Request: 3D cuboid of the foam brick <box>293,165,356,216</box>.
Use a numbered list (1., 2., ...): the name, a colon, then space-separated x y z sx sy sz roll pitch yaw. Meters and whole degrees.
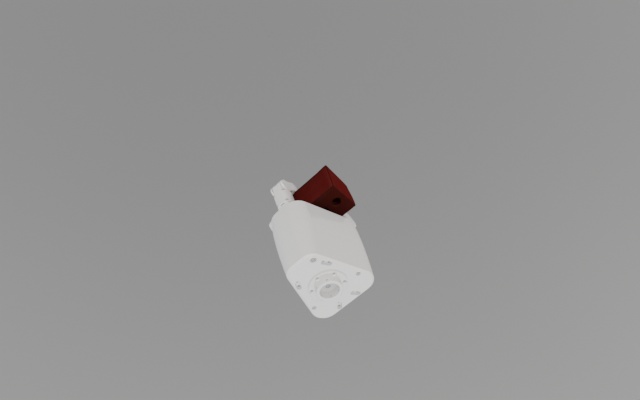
1. foam brick: 0.000 0.002 0.667 0.053 0.078 0.051 40 17 -34
